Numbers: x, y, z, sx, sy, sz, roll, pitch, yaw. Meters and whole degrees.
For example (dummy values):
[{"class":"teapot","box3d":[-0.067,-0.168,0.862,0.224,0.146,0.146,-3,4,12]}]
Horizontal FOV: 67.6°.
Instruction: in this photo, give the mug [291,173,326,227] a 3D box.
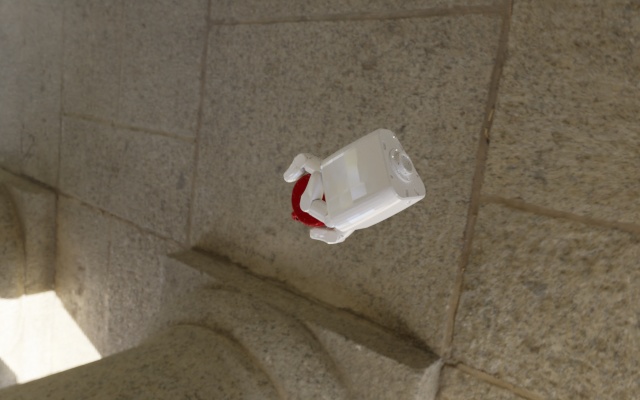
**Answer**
[{"class":"mug","box3d":[-0.001,0.003,0.757,0.117,0.093,0.081,-29,-15,36]}]
